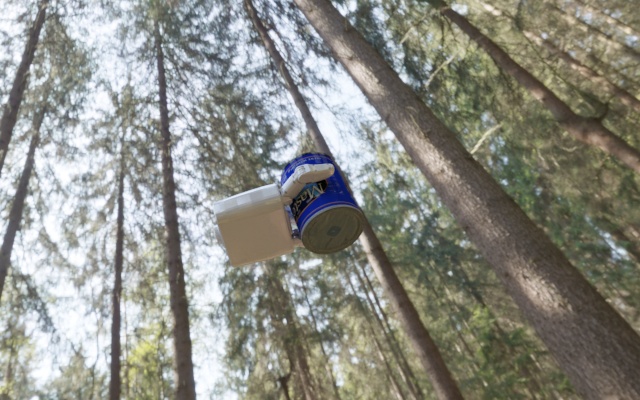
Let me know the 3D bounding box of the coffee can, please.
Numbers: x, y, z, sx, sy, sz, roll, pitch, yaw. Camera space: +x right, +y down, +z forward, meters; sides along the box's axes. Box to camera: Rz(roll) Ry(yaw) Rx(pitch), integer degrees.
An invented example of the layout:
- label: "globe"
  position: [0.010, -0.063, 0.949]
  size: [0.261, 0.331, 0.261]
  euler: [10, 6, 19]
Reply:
- label: "coffee can"
  position: [0.000, 0.003, 0.781]
  size: [0.103, 0.103, 0.140]
  euler: [0, 41, -23]
